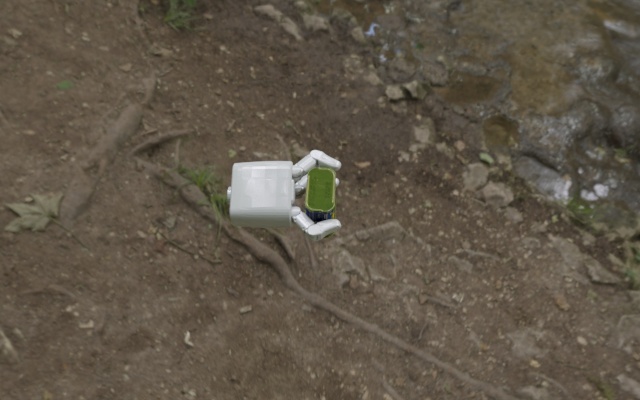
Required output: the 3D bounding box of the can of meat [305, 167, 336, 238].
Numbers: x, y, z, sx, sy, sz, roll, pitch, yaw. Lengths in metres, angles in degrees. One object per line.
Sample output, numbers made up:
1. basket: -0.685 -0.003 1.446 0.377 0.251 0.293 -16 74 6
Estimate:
1. can of meat: 0.000 0.003 0.858 0.057 0.102 0.084 2 -35 2
